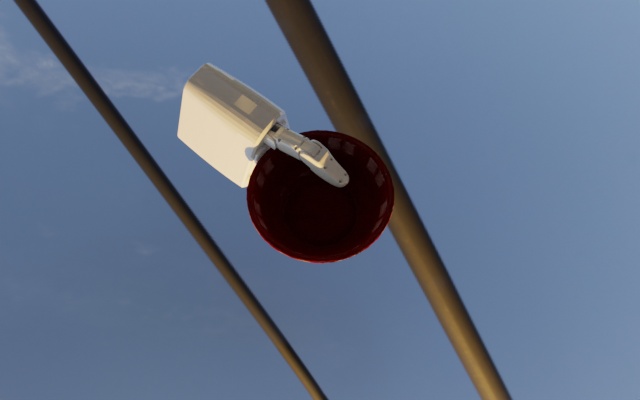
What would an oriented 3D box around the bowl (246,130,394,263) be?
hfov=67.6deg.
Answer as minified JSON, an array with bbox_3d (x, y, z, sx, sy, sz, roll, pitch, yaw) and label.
[{"bbox_3d":[0.001,0.003,0.543,0.162,0.162,0.055,0,-26,0],"label":"bowl"}]
